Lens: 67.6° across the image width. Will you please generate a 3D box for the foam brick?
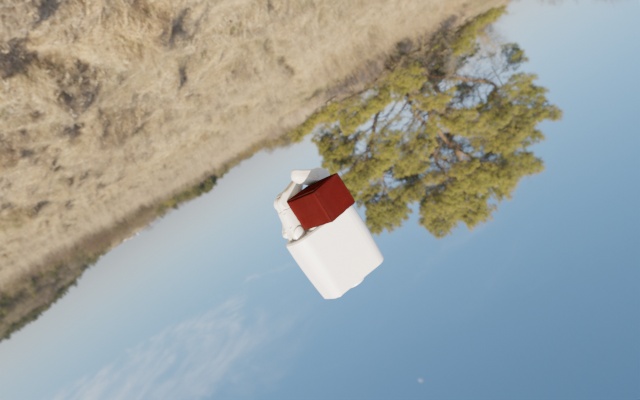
[{"bbox_3d":[0.000,0.002,0.680,0.053,0.051,0.078,-38,10,-33],"label":"foam brick"}]
